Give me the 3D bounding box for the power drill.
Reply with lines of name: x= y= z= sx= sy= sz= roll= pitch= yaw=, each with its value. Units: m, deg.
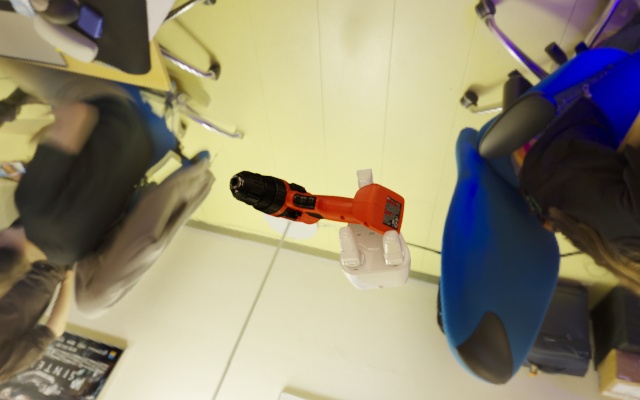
power drill: x=0.001 y=0.002 z=0.617 sx=0.187 sy=0.057 sz=0.184 roll=8 pitch=-6 yaw=33
